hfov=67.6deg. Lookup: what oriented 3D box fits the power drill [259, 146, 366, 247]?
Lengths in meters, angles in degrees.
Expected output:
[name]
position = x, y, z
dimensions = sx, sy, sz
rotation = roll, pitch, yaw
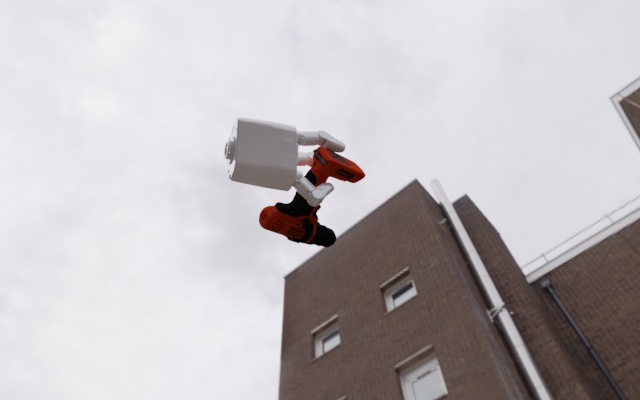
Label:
[power drill]
position = 0.000, 0.002, 0.900
dimensions = 0.184, 0.188, 0.057
rotation = 21, 21, -42
